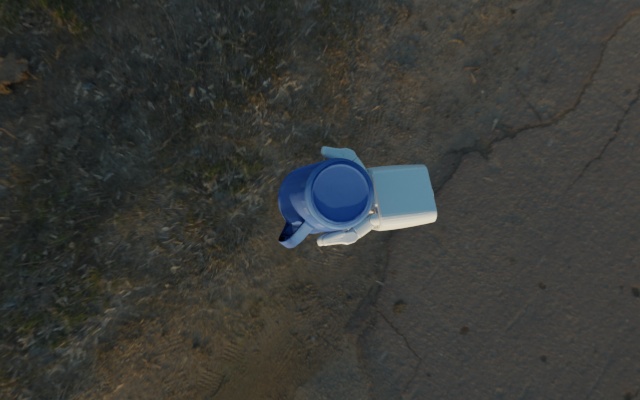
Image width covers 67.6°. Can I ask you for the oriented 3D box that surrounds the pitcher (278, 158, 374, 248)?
[{"bbox_3d":[0.000,0.003,0.818,0.145,0.149,0.243,-7,0,-11],"label":"pitcher"}]
